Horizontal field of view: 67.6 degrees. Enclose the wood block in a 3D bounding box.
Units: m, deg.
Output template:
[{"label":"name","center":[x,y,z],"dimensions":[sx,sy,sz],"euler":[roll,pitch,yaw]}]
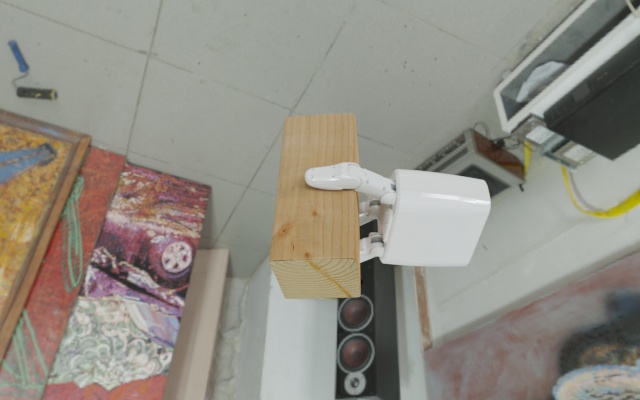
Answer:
[{"label":"wood block","center":[0.000,0.002,0.567],"dimensions":[0.090,0.206,0.091],"euler":[-3,-36,6]}]
